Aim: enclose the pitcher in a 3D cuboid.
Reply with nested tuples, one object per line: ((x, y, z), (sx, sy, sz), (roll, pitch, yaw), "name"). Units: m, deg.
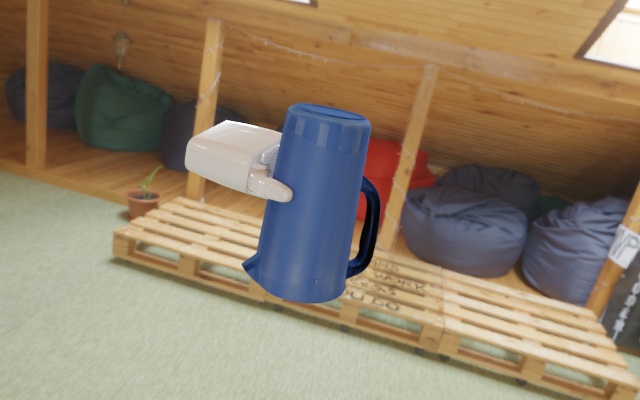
((0.000, 0.002, 0.636), (0.145, 0.243, 0.149), (18, 18, 20), "pitcher")
